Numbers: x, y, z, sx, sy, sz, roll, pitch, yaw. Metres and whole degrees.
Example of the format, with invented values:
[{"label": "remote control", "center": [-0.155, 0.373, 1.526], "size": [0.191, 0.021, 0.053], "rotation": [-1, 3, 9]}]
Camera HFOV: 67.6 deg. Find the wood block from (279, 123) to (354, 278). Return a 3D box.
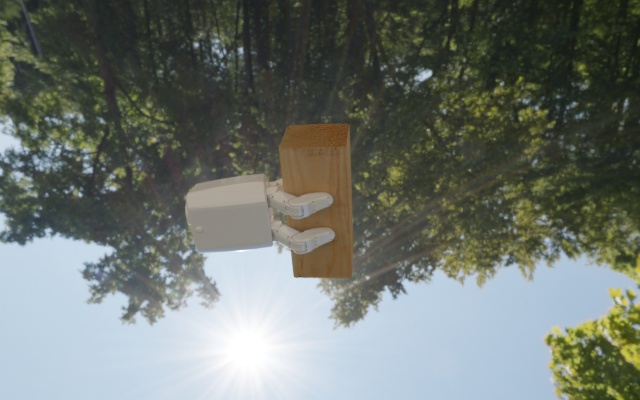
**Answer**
[{"label": "wood block", "center": [0.000, 0.002, 0.689], "size": [0.090, 0.206, 0.090], "rotation": [-1, 29, 6]}]
